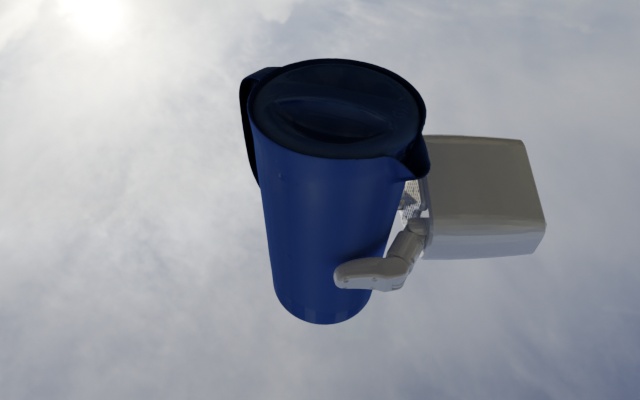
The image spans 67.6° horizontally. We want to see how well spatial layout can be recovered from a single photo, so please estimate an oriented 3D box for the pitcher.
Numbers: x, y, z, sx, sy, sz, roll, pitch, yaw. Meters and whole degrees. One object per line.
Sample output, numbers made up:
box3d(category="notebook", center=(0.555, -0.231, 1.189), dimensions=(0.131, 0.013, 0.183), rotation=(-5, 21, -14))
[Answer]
box3d(category="pitcher", center=(0.000, 0.001, 0.440), dimensions=(0.145, 0.149, 0.243), rotation=(-1, -45, -5))
